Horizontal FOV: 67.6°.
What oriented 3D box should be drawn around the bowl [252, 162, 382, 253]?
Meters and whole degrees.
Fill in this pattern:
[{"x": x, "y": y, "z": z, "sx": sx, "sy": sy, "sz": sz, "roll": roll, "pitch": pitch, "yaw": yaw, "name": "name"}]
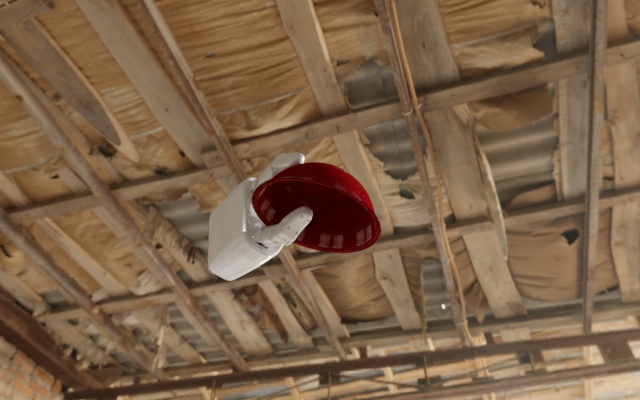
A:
[{"x": 0.001, "y": 0.001, "z": 0.591, "sx": 0.162, "sy": 0.055, "sz": 0.162, "roll": 13, "pitch": -32, "yaw": 8, "name": "bowl"}]
